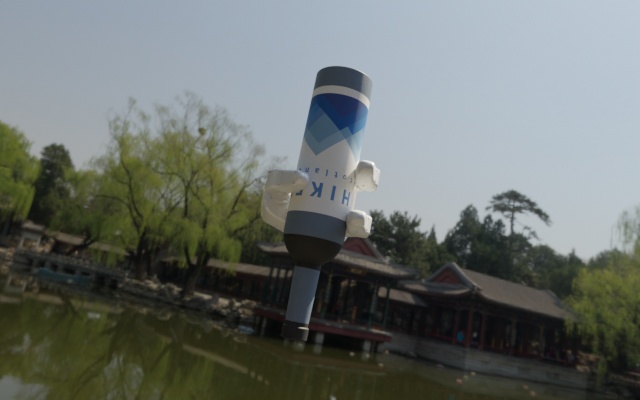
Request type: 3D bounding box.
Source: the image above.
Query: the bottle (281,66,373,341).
[{"bbox_3d":[0.000,0.001,0.523,0.069,0.295,0.069,11,-12,2],"label":"bottle"}]
